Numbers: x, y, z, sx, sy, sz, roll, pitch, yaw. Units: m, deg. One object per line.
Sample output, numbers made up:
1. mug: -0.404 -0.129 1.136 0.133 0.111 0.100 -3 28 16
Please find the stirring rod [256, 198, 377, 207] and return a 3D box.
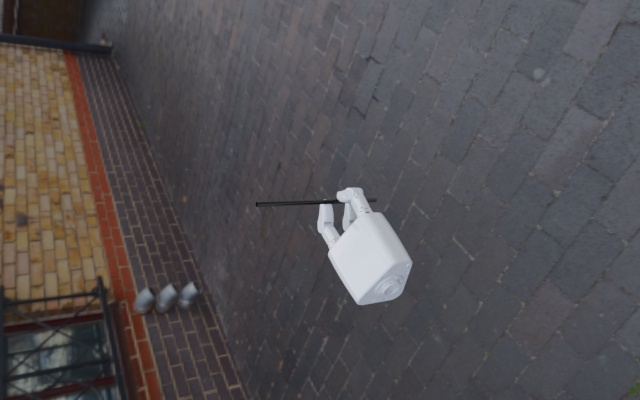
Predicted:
1. stirring rod: 0.000 0.003 0.829 0.239 0.011 0.011 -2 1 -31
